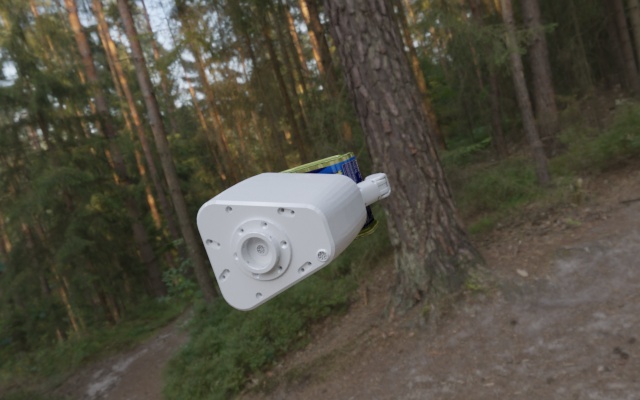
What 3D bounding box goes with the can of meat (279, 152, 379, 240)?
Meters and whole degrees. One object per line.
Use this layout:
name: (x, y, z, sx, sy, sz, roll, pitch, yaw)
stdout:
can of meat: (0.000, 0.001, 0.508, 0.102, 0.084, 0.057, -15, 8, 22)
